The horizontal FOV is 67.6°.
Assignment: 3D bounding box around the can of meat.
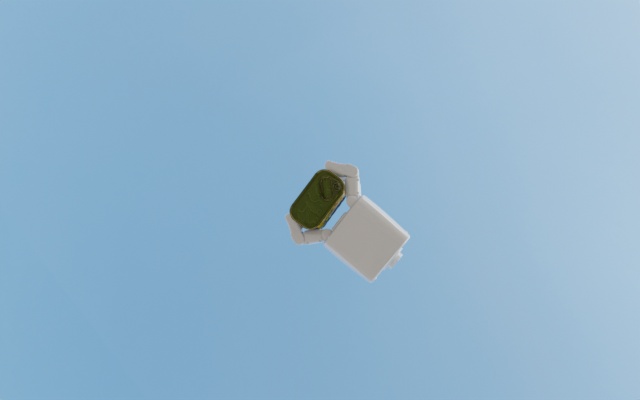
[{"bbox_3d":[0.000,0.003,0.824,0.057,0.102,0.084,37,0,11],"label":"can of meat"}]
